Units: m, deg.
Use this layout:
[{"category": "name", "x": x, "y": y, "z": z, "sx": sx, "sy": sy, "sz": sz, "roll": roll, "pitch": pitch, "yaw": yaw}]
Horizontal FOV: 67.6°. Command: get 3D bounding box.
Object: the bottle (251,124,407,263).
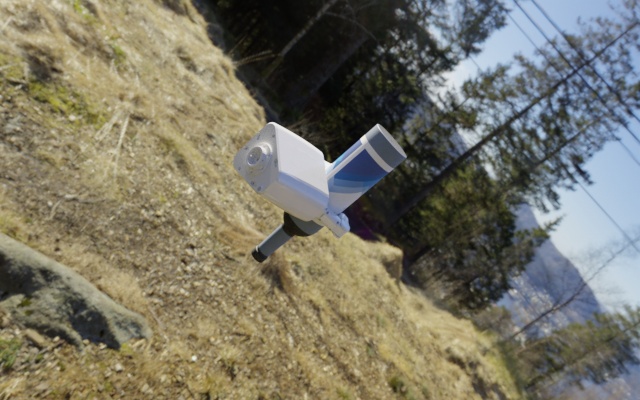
[{"category": "bottle", "x": 0.000, "y": 0.002, "z": 0.753, "sx": 0.296, "sy": 0.069, "sz": 0.069, "roll": -41, "pitch": -15, "yaw": 18}]
